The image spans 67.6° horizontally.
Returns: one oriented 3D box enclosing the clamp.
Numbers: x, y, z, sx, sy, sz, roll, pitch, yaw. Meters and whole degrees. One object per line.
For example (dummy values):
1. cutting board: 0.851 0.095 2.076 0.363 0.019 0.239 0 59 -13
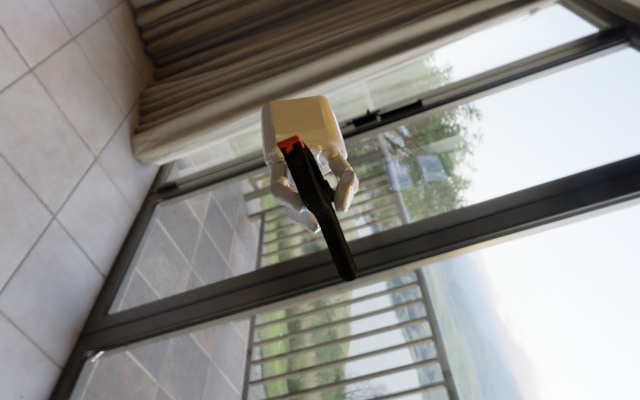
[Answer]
1. clamp: 0.001 0.001 0.628 0.036 0.164 0.210 -21 -38 8
